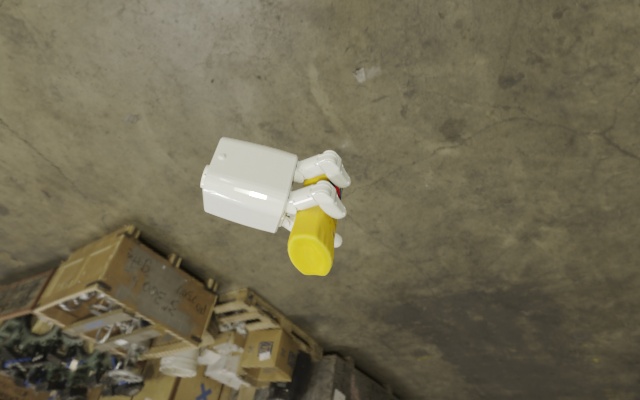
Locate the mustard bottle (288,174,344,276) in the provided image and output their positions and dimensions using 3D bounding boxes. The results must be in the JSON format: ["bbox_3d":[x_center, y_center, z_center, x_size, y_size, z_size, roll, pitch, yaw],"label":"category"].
[{"bbox_3d":[0.000,0.002,0.672,0.058,0.191,0.096,0,-40,13],"label":"mustard bottle"}]
